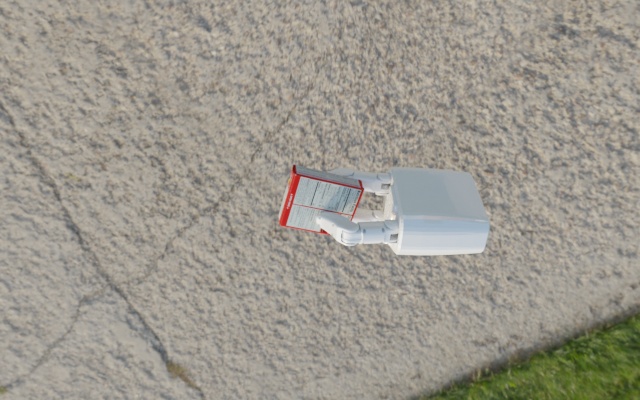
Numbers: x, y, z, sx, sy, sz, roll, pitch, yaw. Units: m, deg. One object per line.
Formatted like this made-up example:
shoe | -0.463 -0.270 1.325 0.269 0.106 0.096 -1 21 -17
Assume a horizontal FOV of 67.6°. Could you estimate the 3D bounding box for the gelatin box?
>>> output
gelatin box | 0.000 0.002 0.584 0.089 0.073 0.030 11 28 -14
